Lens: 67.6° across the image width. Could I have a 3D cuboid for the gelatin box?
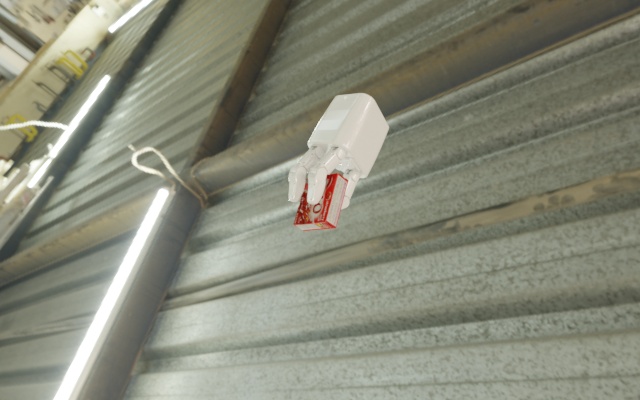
[{"bbox_3d":[0.000,0.003,0.771,0.073,0.089,0.030,-7,-31,43],"label":"gelatin box"}]
